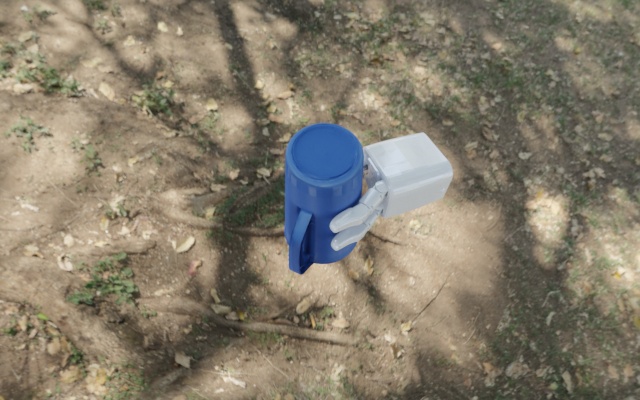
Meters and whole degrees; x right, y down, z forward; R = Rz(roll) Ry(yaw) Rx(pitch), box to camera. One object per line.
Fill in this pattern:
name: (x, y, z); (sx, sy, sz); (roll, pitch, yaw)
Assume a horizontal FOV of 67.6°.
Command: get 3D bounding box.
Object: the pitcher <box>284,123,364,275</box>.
pitcher: (0.000, 0.002, 0.742); (0.145, 0.149, 0.243); (-16, -29, -9)
